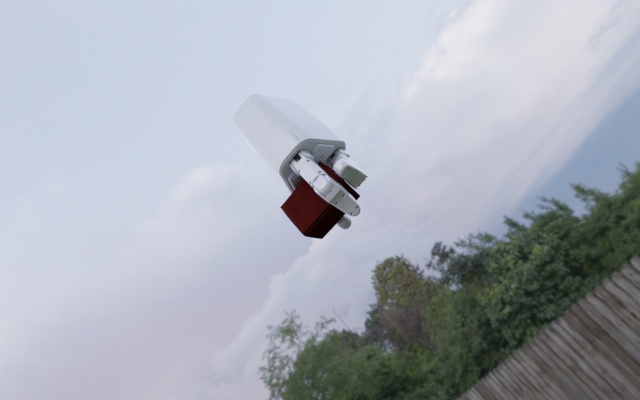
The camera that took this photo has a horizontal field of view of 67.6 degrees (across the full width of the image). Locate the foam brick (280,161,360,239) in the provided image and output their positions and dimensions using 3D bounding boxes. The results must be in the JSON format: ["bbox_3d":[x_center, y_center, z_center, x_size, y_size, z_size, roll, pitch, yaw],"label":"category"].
[{"bbox_3d":[0.000,0.002,0.591,0.051,0.078,0.053,45,9,24],"label":"foam brick"}]
